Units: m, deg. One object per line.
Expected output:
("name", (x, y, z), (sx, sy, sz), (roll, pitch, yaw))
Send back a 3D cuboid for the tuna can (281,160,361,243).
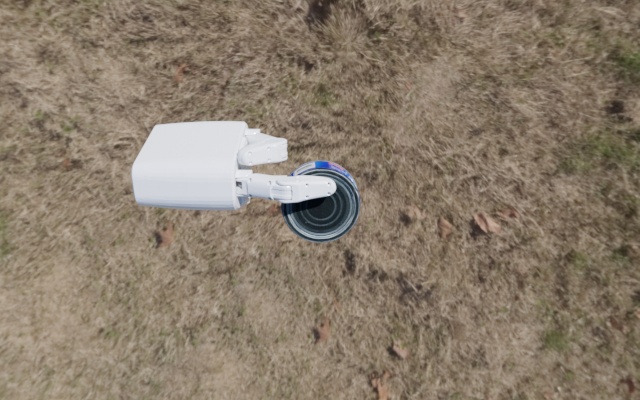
("tuna can", (0.000, 0.002, 0.517), (0.086, 0.086, 0.033), (0, 18, -2))
